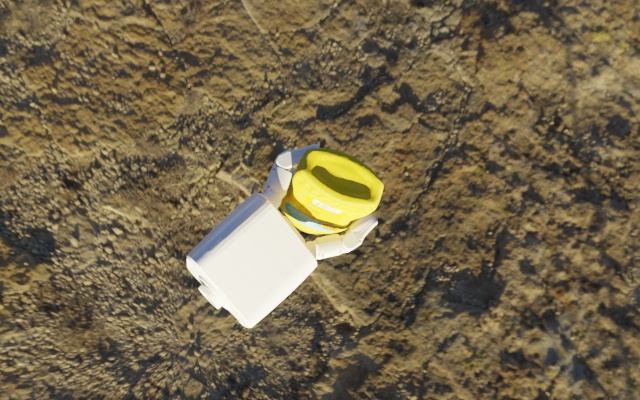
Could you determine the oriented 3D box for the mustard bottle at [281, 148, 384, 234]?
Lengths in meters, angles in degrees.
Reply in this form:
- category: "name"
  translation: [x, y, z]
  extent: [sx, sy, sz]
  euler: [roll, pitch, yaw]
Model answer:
- category: "mustard bottle"
  translation: [0.000, 0.002, 0.591]
  extent: [0.096, 0.058, 0.192]
  euler: [23, -21, -8]
